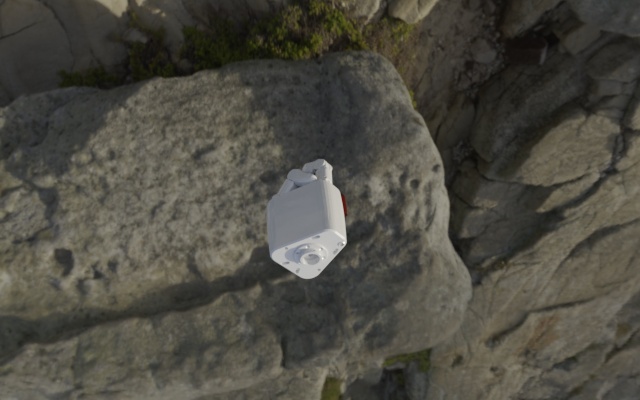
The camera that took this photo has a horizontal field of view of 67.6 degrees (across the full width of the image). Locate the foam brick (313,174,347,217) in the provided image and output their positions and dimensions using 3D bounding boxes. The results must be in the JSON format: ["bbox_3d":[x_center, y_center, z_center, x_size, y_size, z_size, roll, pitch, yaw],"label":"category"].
[{"bbox_3d":[0.000,0.003,0.801,0.053,0.051,0.078,-36,-53,23],"label":"foam brick"}]
